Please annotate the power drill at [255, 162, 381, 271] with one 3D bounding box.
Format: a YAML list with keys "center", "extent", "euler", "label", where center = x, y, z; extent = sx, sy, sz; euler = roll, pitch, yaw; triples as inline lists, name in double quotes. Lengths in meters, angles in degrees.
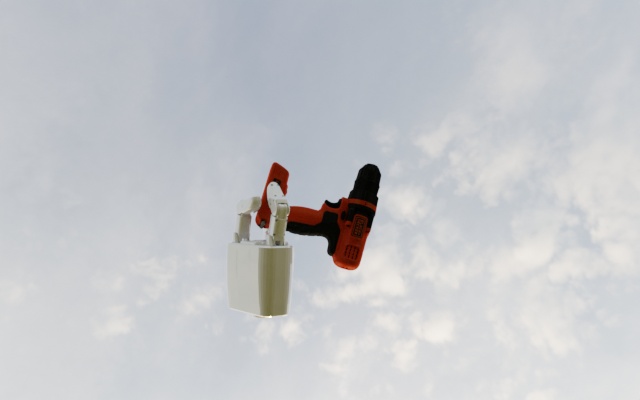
- center: [0.000, 0.003, 0.775]
  extent: [0.187, 0.184, 0.057]
  euler: [18, -18, -6]
  label: "power drill"
